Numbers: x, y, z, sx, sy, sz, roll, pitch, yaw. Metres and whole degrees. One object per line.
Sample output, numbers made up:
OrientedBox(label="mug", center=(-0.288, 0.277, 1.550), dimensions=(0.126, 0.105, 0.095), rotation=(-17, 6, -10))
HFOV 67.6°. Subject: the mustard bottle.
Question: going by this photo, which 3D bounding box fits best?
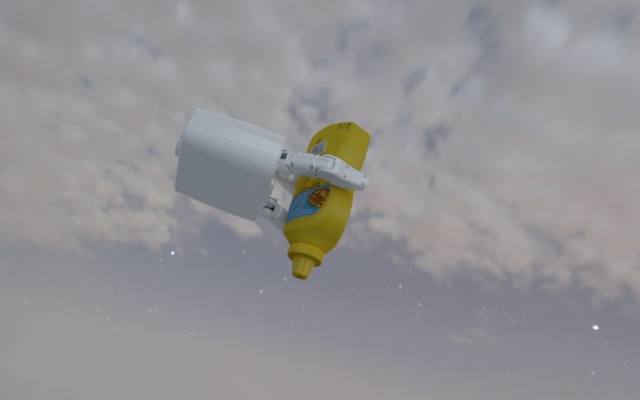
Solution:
OrientedBox(label="mustard bottle", center=(0.000, 0.002, 0.568), dimensions=(0.058, 0.191, 0.096), rotation=(33, -31, -28))
